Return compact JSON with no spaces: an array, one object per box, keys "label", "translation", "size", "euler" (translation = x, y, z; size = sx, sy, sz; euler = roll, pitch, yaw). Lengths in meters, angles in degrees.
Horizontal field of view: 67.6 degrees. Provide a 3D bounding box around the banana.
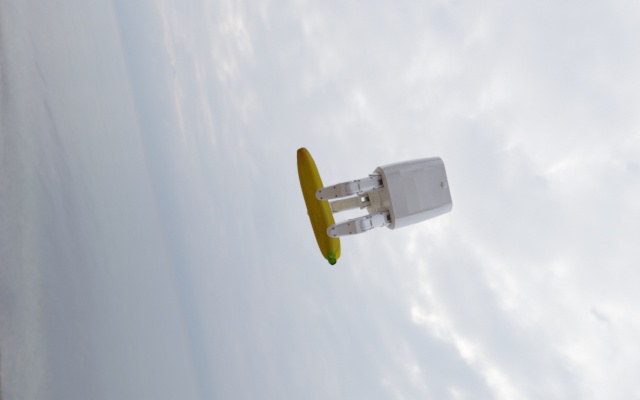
[{"label":"banana","translation":[0.000,0.013,0.739],"size":[0.037,0.197,0.070],"euler":[-13,-23,-11]}]
